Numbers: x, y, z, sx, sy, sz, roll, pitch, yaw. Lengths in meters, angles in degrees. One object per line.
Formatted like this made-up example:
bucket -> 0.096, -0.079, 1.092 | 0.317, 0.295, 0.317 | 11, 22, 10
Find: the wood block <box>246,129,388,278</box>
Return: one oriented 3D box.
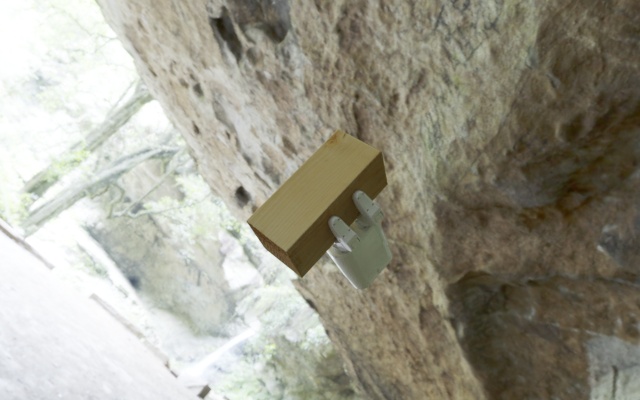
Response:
wood block -> 0.000, 0.002, 0.732 | 0.090, 0.206, 0.090 | 33, -20, 31
